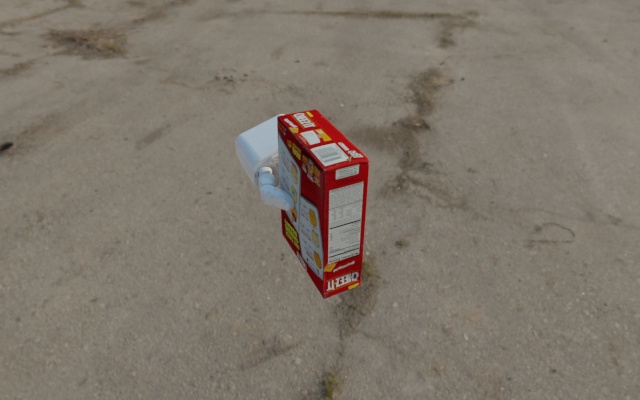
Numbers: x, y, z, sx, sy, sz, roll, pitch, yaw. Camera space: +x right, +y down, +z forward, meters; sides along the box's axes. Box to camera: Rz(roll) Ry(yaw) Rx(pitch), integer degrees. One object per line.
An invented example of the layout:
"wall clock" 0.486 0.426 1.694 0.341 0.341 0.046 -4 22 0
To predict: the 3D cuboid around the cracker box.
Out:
"cracker box" 0.000 0.002 0.678 0.072 0.214 0.164 -15 37 -20
